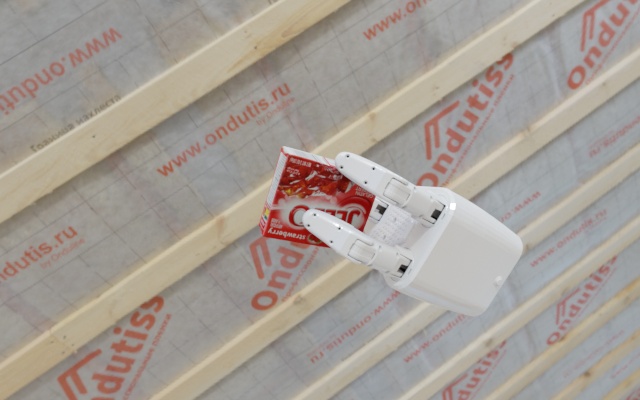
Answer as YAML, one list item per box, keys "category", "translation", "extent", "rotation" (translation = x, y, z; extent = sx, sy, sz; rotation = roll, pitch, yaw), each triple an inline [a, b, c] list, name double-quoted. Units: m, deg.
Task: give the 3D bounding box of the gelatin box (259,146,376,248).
- category: "gelatin box"
  translation: [0.000, 0.001, 0.409]
  extent: [0.089, 0.073, 0.030]
  rotation: [13, 16, -21]
